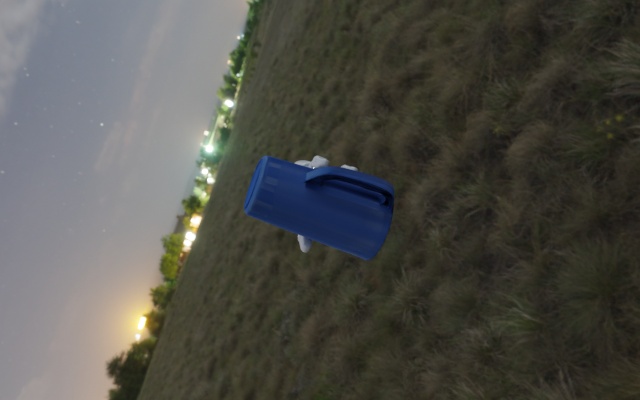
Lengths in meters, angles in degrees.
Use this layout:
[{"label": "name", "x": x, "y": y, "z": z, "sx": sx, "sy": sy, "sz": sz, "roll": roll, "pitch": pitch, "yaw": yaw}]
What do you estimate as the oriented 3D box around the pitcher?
[{"label": "pitcher", "x": 0.000, "y": 0.003, "z": 0.831, "sx": 0.243, "sy": 0.149, "sz": 0.145, "roll": 19, "pitch": 6, "yaw": -14}]
